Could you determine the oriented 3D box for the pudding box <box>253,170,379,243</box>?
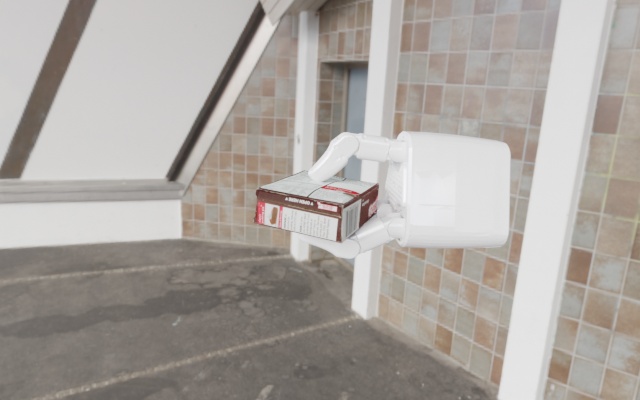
[{"bbox_3d":[0.000,0.001,0.474,0.090,0.039,0.113,10,14,21],"label":"pudding box"}]
